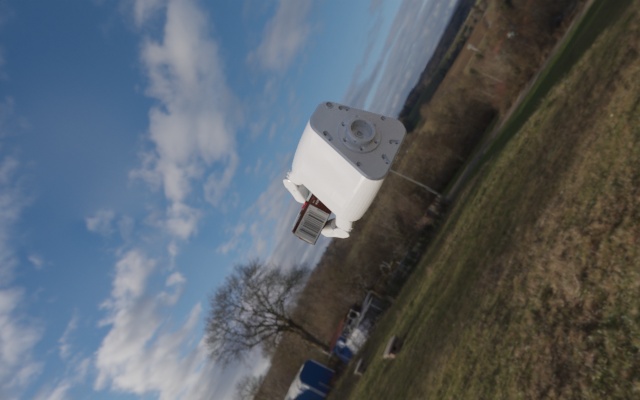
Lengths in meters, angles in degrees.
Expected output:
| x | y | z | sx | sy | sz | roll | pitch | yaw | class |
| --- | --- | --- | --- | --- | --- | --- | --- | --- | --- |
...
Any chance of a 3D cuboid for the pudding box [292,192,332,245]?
| x | y | z | sx | sy | sz | roll | pitch | yaw | class |
| --- | --- | --- | --- | --- | --- | --- | --- | --- | --- |
| 0.000 | 0.002 | 0.676 | 0.039 | 0.113 | 0.090 | 30 | 0 | -3 | pudding box |
